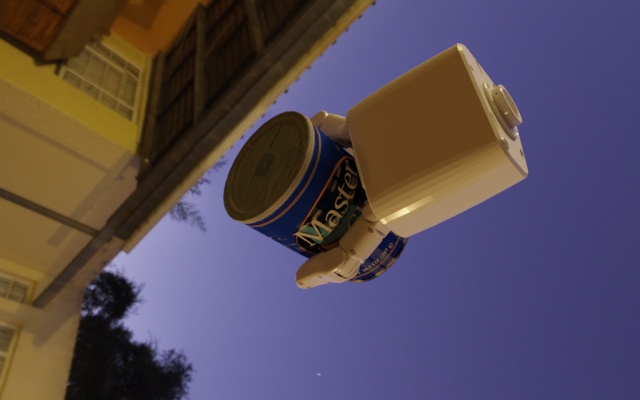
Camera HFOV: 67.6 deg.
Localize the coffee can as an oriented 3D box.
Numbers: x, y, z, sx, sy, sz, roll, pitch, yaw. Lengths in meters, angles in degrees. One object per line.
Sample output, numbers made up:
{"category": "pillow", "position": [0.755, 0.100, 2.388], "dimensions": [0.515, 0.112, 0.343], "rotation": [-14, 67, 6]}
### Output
{"category": "coffee can", "position": [0.000, 0.001, 0.429], "dimensions": [0.140, 0.102, 0.103], "rotation": [34, -22, -36]}
